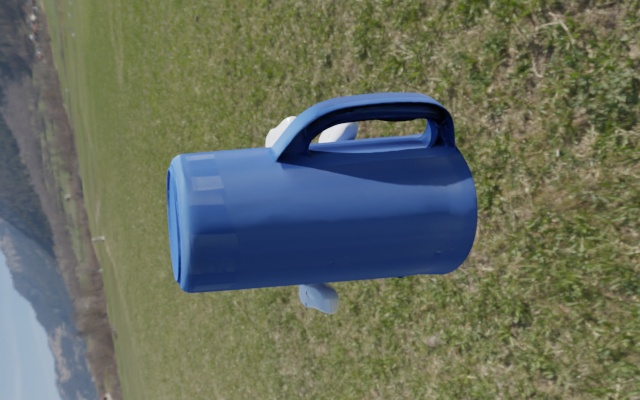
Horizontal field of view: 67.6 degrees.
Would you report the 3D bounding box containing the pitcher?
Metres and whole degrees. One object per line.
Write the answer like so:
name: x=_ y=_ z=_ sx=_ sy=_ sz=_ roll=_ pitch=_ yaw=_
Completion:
pitcher: x=0.000 y=0.001 z=0.405 sx=0.243 sy=0.149 sz=0.145 roll=-4 pitch=-10 yaw=-21
